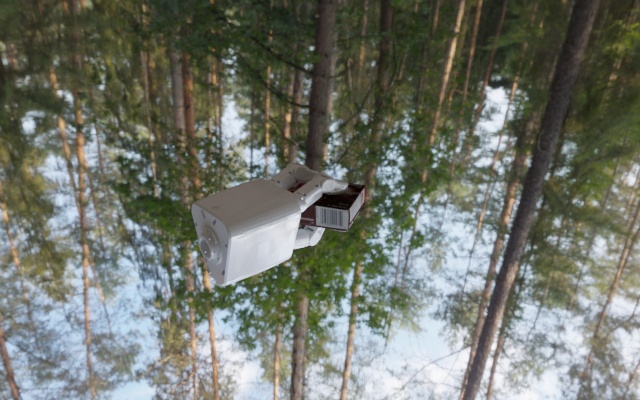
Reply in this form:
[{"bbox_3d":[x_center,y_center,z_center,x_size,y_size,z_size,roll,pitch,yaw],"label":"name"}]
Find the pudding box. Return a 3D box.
[{"bbox_3d":[0.000,0.002,0.688,0.113,0.039,0.090,10,28,17],"label":"pudding box"}]
